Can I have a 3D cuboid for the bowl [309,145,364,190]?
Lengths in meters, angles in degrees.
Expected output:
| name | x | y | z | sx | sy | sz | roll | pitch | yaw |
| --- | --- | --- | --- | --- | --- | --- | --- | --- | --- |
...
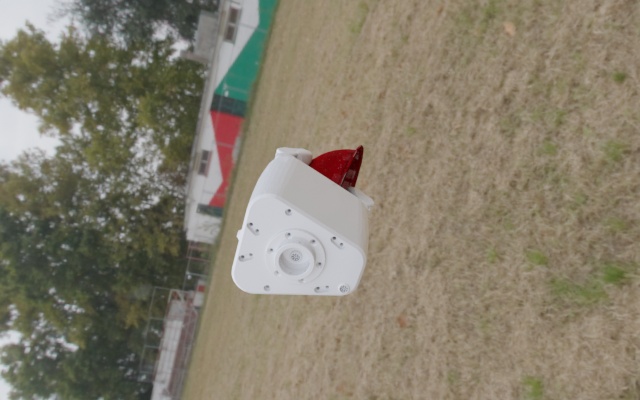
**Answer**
| name | x | y | z | sx | sy | sz | roll | pitch | yaw |
| --- | --- | --- | --- | --- | --- | --- | --- | --- | --- |
| bowl | 0.000 | 0.002 | 0.581 | 0.055 | 0.162 | 0.162 | 20 | 3 | 9 |
